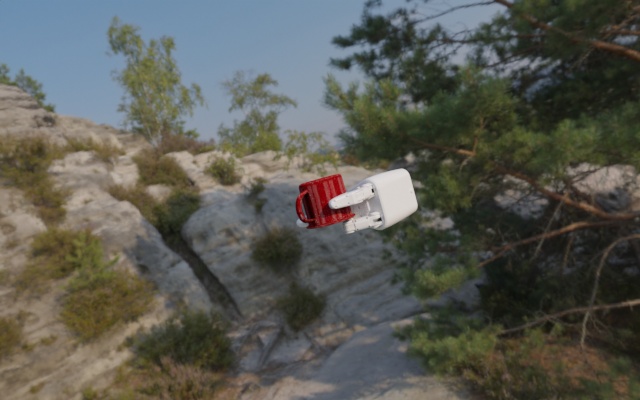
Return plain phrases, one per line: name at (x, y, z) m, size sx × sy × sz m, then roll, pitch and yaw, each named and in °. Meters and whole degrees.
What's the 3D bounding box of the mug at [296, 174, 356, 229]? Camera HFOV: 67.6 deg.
mug at (-0.001, 0.003, 0.859) m, size 0.117 × 0.081 × 0.093 m, roll -19°, pitch 5°, yaw -41°
